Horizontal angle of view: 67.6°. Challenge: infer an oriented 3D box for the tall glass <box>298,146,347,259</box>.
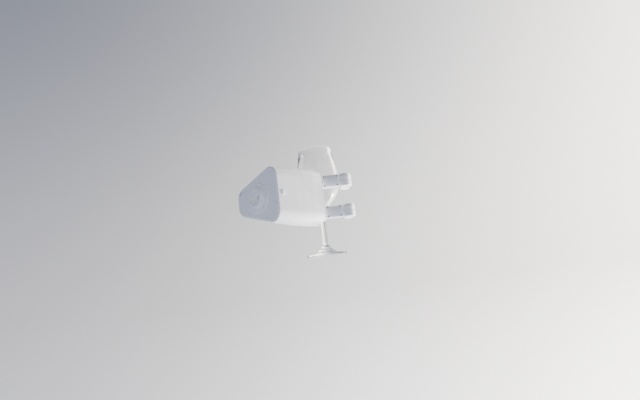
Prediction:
[{"bbox_3d":[0.000,0.004,0.884,0.079,0.201,0.079,-7,-11,-1],"label":"tall glass"}]
